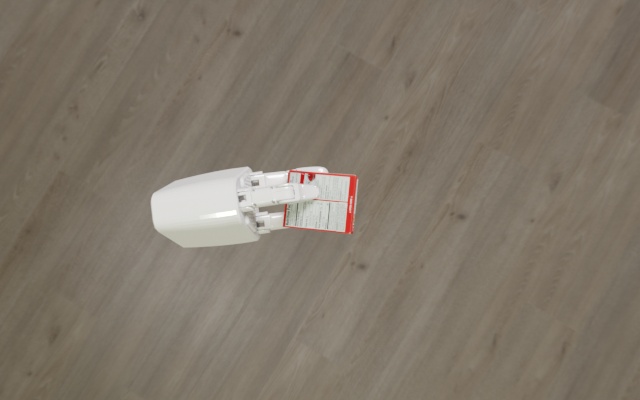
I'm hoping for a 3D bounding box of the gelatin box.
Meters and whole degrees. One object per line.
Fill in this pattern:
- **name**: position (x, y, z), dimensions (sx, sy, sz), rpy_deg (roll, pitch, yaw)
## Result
- **gelatin box**: position (0.000, 0.002, 0.603), dimensions (0.089, 0.073, 0.030), rpy_deg (5, -3, 10)
